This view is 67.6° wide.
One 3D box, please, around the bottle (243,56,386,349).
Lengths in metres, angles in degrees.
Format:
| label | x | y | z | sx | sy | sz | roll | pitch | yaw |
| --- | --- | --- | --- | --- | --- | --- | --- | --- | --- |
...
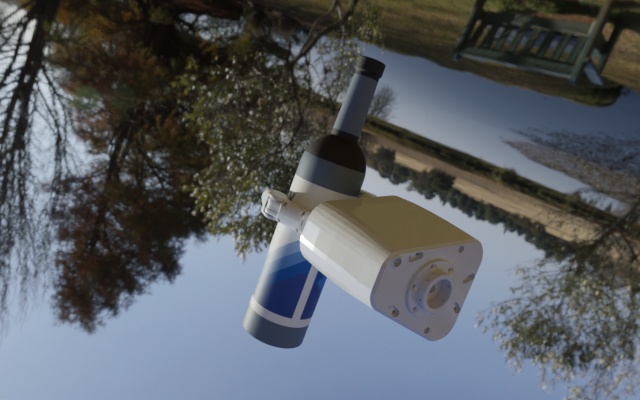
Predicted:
| label | x | y | z | sx | sy | sz | roll | pitch | yaw |
| --- | --- | --- | --- | --- | --- | --- | --- | --- | --- |
| bottle | 0.000 | 0.002 | 0.482 | 0.069 | 0.296 | 0.069 | 20 | 8 | -3 |
